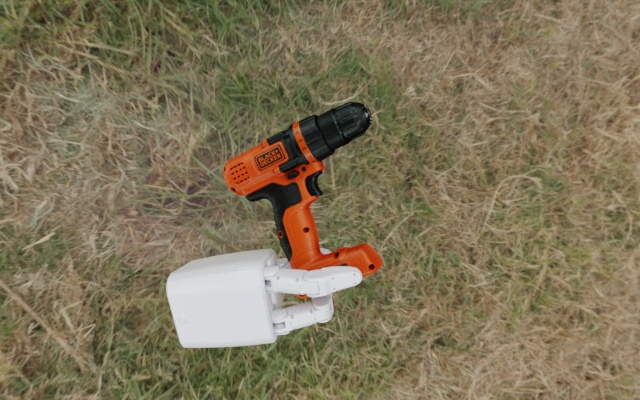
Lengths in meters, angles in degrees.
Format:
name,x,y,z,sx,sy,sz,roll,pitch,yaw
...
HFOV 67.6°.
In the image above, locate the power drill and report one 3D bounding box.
name,x,y,z,sx,sy,sz,roll,pitch,yaw
power drill,0.000,0.002,0.540,0.184,0.187,0.057,-24,-4,17
